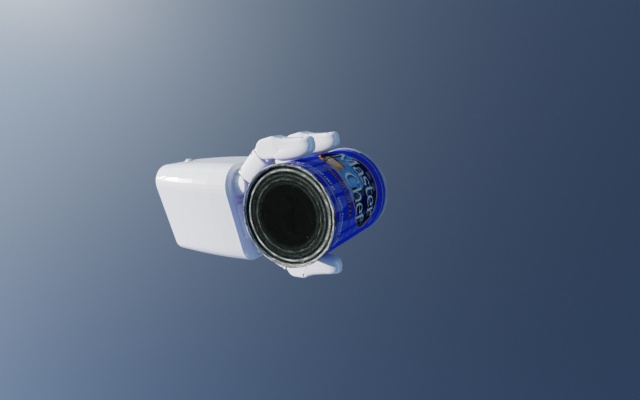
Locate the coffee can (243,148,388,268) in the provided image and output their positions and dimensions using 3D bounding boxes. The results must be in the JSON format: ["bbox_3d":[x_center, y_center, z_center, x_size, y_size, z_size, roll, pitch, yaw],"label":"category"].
[{"bbox_3d":[0.000,0.002,0.512,0.103,0.103,0.140,0,11,28],"label":"coffee can"}]
